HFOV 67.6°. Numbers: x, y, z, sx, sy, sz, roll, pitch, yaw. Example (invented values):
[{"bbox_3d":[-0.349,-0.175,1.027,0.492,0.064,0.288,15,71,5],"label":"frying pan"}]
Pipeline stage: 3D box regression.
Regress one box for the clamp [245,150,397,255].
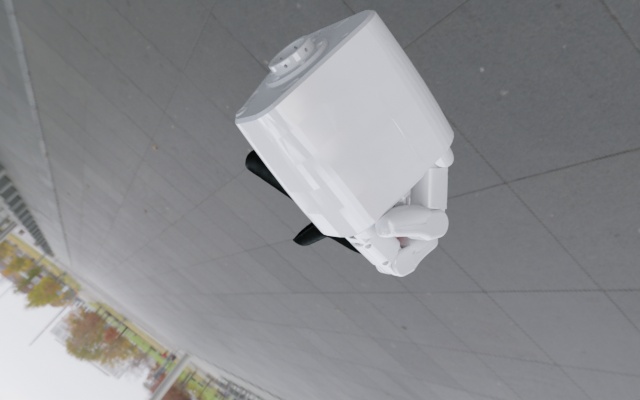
[{"bbox_3d":[0.000,0.002,0.428,0.171,0.039,0.120,0,-43,52],"label":"clamp"}]
